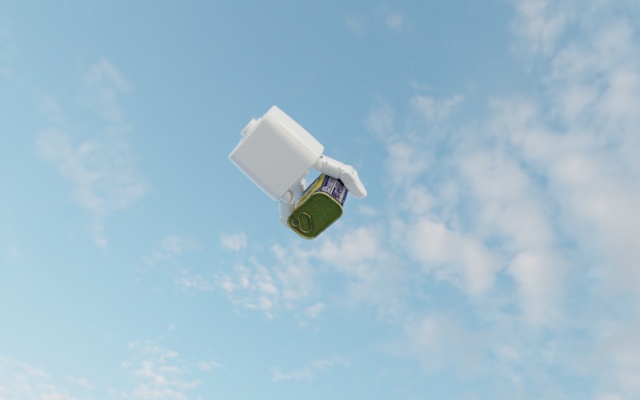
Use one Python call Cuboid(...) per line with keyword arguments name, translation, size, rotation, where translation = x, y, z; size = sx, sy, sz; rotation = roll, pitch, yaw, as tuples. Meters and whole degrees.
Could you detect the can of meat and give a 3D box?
Cuboid(name="can of meat", translation=(0.000, 0.002, 0.788), size=(0.102, 0.057, 0.084), rotation=(-42, 15, 37))
